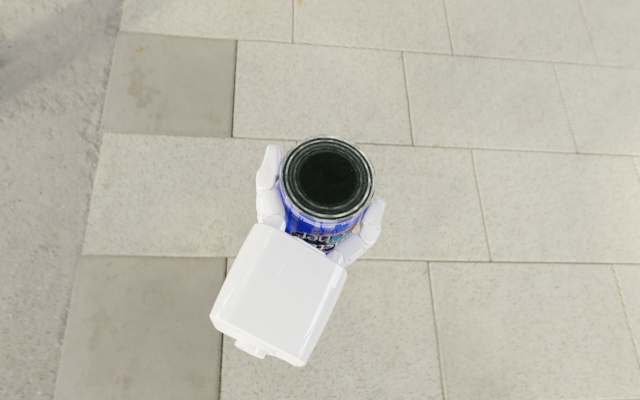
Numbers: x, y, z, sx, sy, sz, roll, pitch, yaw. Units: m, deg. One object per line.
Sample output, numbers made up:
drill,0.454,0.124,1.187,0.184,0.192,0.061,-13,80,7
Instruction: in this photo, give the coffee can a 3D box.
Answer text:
coffee can,0.000,0.002,0.564,0.103,0.102,0.140,0,-23,-7
